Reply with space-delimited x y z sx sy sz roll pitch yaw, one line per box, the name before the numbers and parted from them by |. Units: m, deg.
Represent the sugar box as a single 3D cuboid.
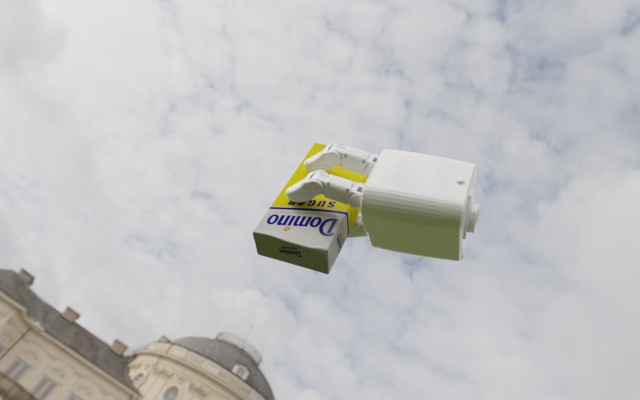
sugar box | 0.000 0.001 0.583 0.093 0.048 0.176 13 44 19
